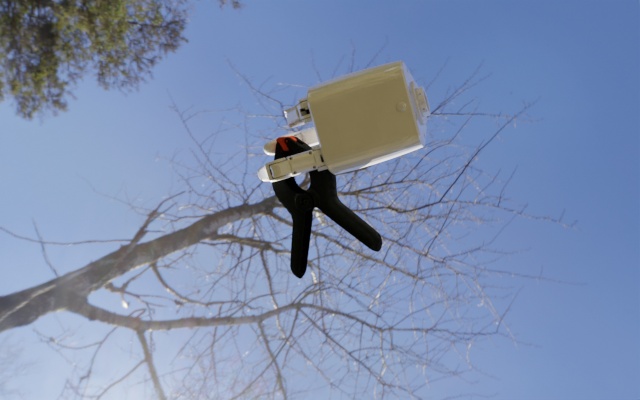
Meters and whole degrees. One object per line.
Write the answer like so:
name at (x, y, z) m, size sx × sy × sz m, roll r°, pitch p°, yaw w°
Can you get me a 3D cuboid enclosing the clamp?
clamp at (0.000, 0.002, 0.560) m, size 0.120 × 0.171 × 0.039 m, roll -14°, pitch 7°, yaw 17°
